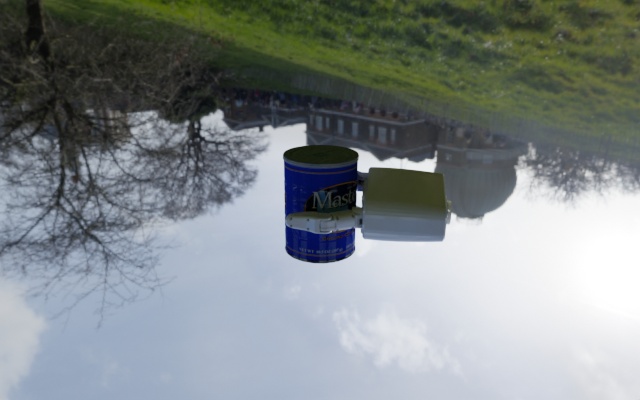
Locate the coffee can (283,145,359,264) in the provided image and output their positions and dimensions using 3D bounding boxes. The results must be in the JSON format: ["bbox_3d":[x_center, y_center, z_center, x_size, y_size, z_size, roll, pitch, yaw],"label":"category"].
[{"bbox_3d":[0.000,0.002,0.666,0.103,0.140,0.102,0,20,0],"label":"coffee can"}]
